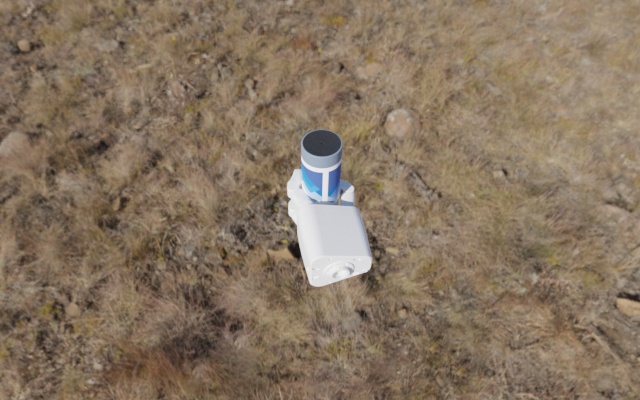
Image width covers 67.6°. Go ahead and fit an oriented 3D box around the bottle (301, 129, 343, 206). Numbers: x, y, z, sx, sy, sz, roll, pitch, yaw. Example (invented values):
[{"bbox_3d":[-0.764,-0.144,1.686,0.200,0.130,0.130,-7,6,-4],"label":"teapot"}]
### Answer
[{"bbox_3d":[0.000,0.003,0.873,0.069,0.069,0.296,0,-40,-1],"label":"bottle"}]
